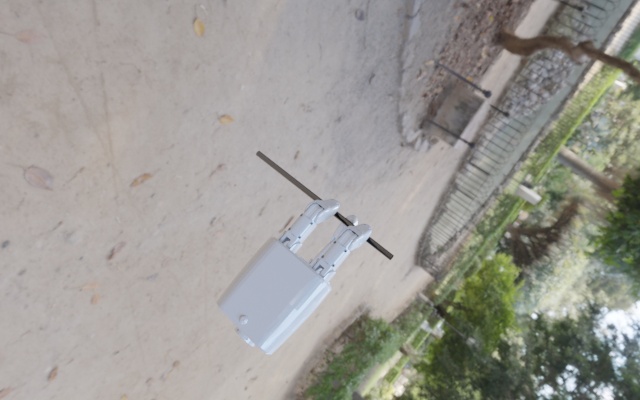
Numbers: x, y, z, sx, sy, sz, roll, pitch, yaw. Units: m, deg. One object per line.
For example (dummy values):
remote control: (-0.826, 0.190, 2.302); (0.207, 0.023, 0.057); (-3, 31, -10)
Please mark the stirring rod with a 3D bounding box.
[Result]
stirring rod: (0.000, 0.002, 0.636); (0.239, 0.011, 0.011); (38, 15, 20)
